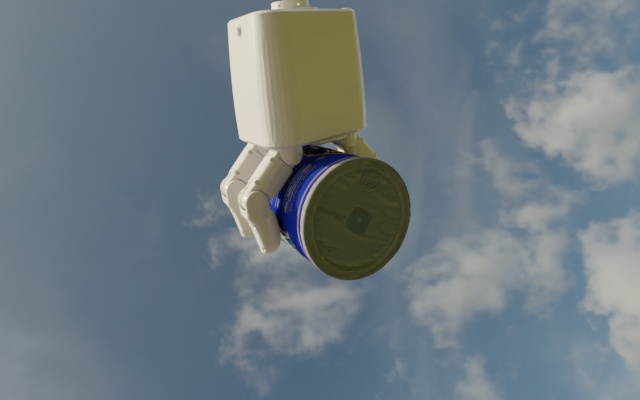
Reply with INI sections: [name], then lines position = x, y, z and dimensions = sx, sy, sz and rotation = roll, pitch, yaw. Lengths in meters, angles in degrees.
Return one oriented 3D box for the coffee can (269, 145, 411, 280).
[coffee can]
position = 0.000, 0.002, 0.445
dimensions = 0.103, 0.103, 0.140
rotation = 0, 12, -28
